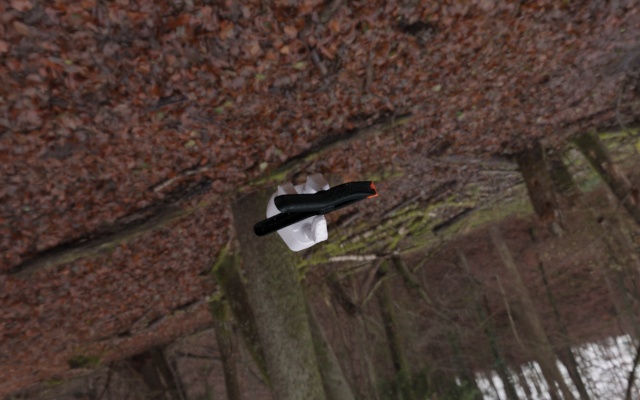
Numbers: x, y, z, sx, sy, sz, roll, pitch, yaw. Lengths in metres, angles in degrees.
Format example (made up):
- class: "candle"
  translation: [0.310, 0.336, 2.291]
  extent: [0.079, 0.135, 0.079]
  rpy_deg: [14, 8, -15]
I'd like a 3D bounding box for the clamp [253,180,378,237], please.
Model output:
- class: "clamp"
  translation: [0.001, 0.003, 0.762]
  extent: [0.210, 0.036, 0.164]
  rpy_deg: [-17, -11, -16]
